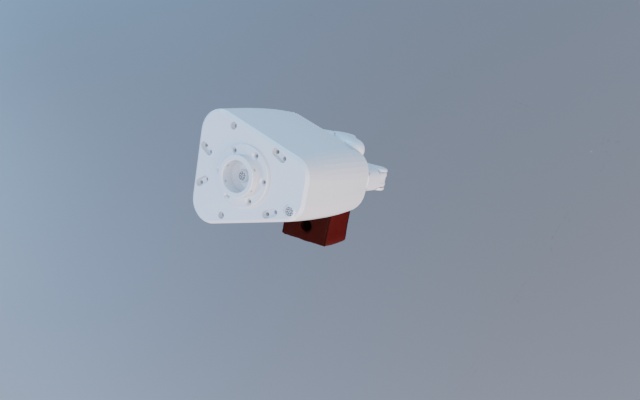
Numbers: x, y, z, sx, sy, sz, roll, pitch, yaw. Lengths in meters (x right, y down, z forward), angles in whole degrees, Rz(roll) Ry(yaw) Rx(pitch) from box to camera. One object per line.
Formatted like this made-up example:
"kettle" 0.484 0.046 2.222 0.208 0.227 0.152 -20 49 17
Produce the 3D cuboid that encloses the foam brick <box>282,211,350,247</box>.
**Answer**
"foam brick" 0.000 0.002 0.494 0.053 0.078 0.051 16 13 24
